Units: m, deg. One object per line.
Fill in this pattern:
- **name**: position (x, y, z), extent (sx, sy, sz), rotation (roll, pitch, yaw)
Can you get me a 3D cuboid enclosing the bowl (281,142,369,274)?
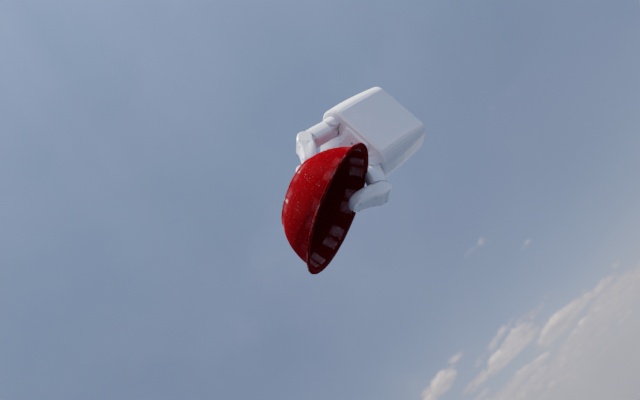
- **bowl**: position (-0.001, 0.002, 0.558), extent (0.055, 0.162, 0.162), rotation (21, 6, 17)
